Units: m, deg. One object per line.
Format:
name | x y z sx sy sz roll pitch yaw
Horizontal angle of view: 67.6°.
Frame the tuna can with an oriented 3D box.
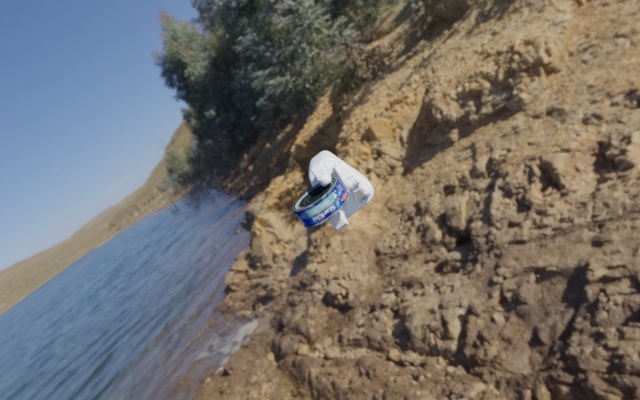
tuna can | 0.000 0.002 0.737 0.086 0.034 0.086 -33 17 11
